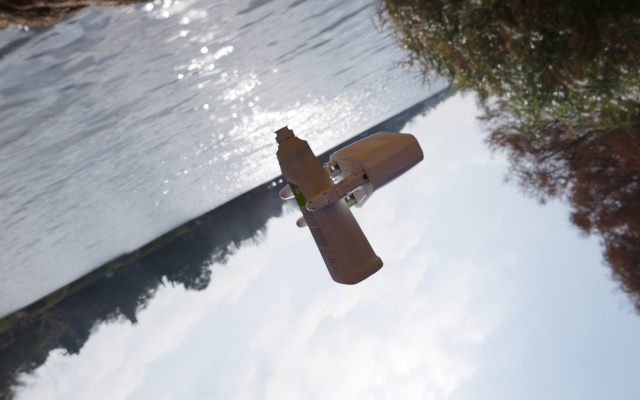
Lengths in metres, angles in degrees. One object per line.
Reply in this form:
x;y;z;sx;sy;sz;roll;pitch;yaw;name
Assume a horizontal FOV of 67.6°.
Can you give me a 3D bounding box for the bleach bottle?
0.000;0.002;0.721;0.068;0.251;0.102;-29;6;-20;bleach bottle
